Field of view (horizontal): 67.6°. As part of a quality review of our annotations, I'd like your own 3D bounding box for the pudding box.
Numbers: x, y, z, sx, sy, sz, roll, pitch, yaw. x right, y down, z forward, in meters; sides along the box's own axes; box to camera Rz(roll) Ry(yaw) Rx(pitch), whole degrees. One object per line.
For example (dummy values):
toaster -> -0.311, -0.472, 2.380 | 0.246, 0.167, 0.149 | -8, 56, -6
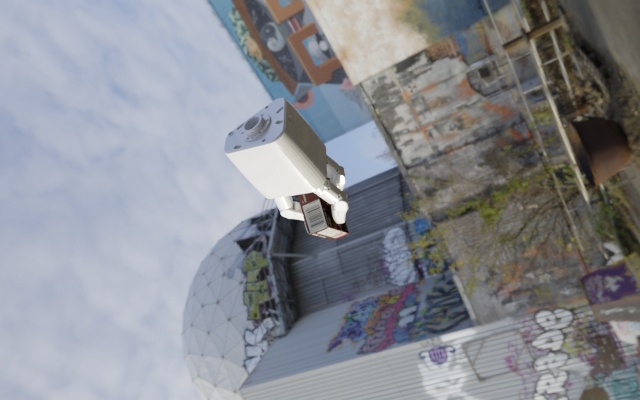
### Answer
pudding box -> 0.000, 0.003, 0.766 | 0.039, 0.113, 0.090 | -21, -18, 21
